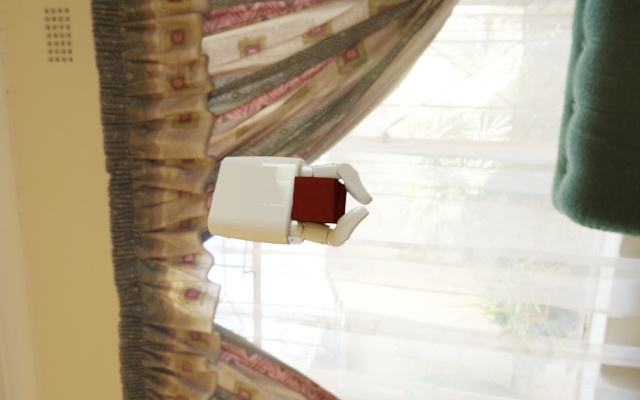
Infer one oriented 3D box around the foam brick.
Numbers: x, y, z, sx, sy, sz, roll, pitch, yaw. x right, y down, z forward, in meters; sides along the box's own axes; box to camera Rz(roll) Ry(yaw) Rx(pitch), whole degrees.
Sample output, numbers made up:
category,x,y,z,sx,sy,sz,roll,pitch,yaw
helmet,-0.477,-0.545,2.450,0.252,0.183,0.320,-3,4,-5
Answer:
category,x,y,z,sx,sy,sz,roll,pitch,yaw
foam brick,0.000,0.002,0.576,0.051,0.053,0.078,4,-4,12
